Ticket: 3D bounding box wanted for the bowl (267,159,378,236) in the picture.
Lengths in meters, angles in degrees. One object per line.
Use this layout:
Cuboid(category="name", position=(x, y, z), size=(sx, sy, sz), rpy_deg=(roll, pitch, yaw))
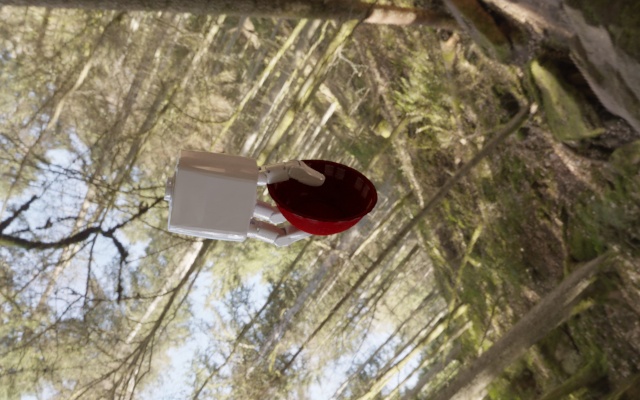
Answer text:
Cuboid(category="bowl", position=(0.001, 0.003, 0.705), size=(0.162, 0.055, 0.162), rpy_deg=(6, 34, -4))
